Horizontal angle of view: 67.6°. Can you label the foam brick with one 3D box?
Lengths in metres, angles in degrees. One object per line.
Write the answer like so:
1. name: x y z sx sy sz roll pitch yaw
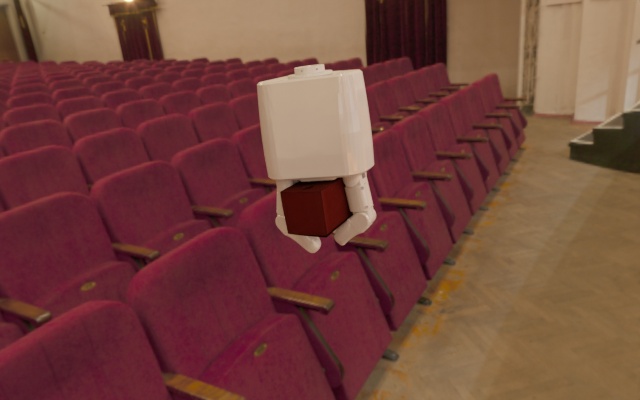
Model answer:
1. foam brick: 0.000 0.002 0.533 0.053 0.051 0.078 1 20 31
